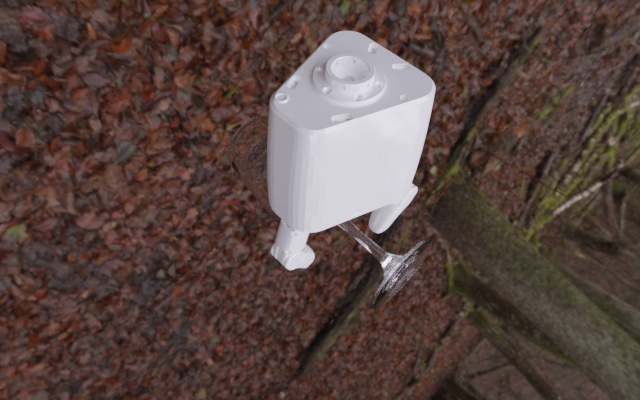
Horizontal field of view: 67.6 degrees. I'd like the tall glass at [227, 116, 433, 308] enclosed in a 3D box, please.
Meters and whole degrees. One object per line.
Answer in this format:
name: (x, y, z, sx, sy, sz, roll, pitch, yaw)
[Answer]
tall glass: (0.000, 0.002, 0.436, 0.201, 0.079, 0.079, 41, 19, 24)
